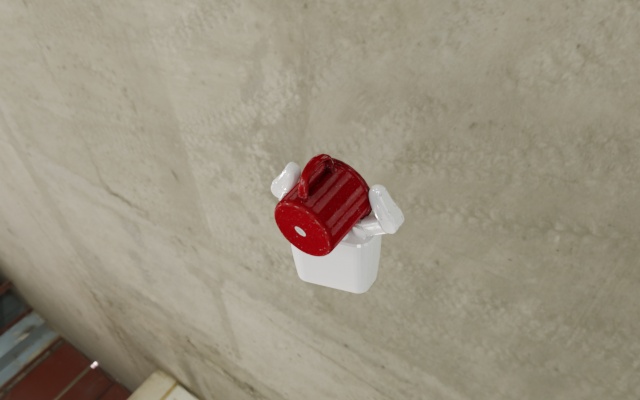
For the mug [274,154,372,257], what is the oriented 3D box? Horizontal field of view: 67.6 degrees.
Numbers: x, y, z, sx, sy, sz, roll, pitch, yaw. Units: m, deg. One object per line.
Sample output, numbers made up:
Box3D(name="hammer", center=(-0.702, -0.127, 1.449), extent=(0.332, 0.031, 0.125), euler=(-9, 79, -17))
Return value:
Box3D(name="mug", center=(0.000, 0.001, 0.543), extent=(0.093, 0.117, 0.081), euler=(23, 51, 27))
